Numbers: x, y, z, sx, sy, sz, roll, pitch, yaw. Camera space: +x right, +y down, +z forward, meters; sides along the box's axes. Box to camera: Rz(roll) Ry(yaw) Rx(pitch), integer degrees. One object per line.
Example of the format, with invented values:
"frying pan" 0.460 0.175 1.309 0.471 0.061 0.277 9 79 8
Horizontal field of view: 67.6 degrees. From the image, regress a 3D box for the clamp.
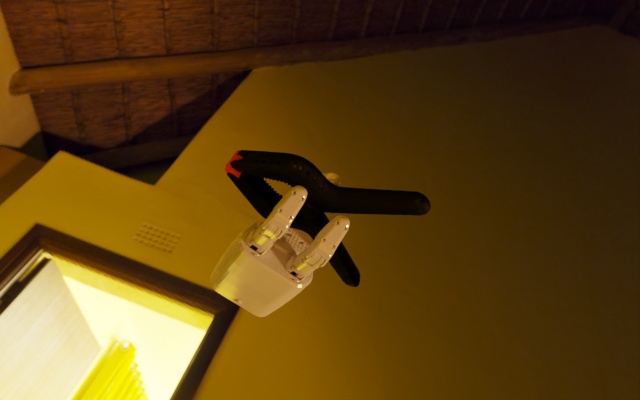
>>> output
"clamp" 0.000 0.001 0.516 0.210 0.036 0.165 34 -49 -10
